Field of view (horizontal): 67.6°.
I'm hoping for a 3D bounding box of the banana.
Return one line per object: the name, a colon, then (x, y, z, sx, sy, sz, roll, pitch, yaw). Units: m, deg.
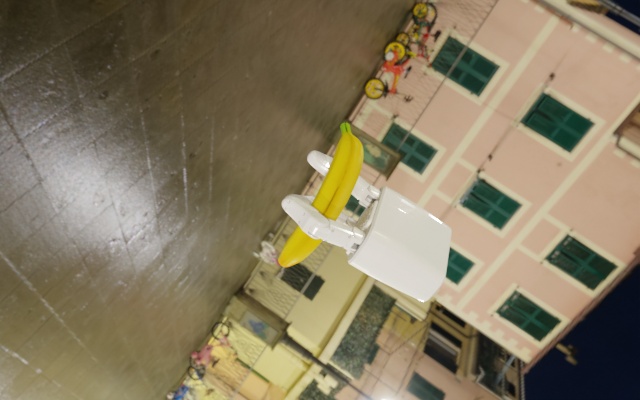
banana: (0.005, 0.002, 0.576, 0.037, 0.198, 0.069, 26, 4, -15)
